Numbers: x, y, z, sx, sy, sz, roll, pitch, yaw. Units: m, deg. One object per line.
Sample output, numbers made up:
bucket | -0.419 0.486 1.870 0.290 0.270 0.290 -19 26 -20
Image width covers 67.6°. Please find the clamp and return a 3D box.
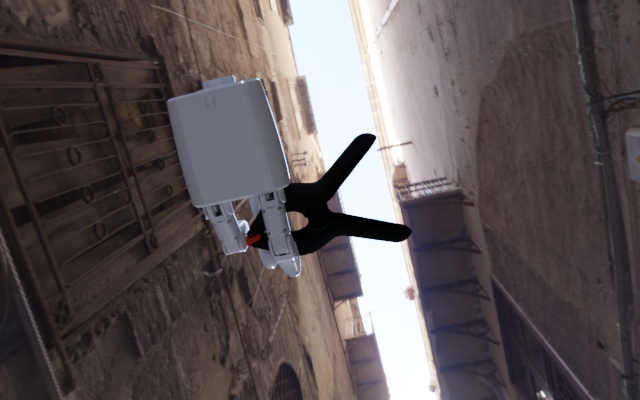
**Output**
clamp | 0.000 0.002 0.494 0.171 0.120 0.039 -12 12 5
